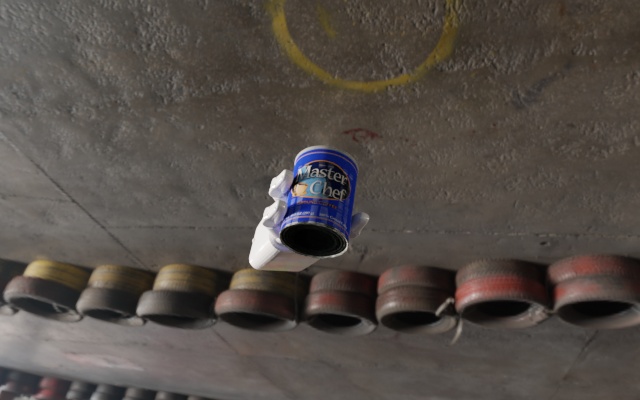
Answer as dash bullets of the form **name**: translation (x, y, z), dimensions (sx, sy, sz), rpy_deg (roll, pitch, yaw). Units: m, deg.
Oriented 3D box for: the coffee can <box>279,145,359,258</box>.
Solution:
- **coffee can**: translation (0.000, 0.002, 0.726), dimensions (0.103, 0.140, 0.103), rpy_deg (7, -34, 5)
